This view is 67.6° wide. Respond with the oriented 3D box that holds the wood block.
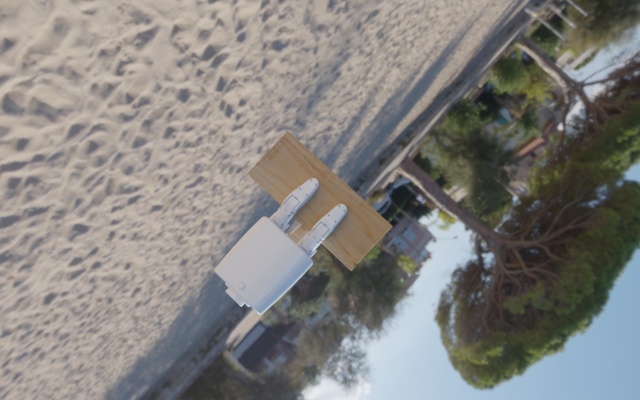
[{"bbox_3d":[0.000,0.003,0.728,0.206,0.090,0.091,43,-2,5],"label":"wood block"}]
